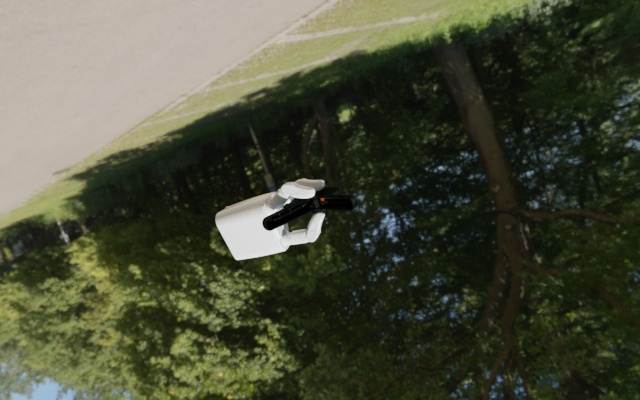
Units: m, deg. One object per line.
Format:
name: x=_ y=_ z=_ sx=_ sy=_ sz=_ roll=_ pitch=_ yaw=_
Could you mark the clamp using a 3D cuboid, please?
clamp: x=0.000 y=0.004 z=0.878 sx=0.164 sy=0.036 sz=0.210 roll=-12 pitch=10 yaw=16
